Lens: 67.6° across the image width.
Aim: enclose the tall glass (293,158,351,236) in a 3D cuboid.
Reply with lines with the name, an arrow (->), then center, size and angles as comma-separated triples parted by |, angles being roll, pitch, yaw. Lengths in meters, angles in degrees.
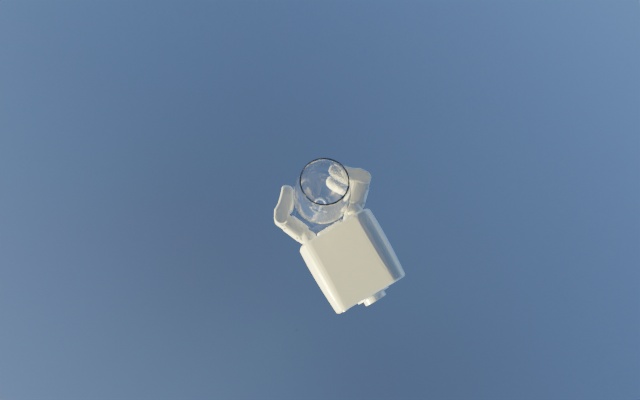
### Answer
tall glass -> 0.000, 0.002, 0.678 | 0.079, 0.079, 0.201 | 0, -15, -3
